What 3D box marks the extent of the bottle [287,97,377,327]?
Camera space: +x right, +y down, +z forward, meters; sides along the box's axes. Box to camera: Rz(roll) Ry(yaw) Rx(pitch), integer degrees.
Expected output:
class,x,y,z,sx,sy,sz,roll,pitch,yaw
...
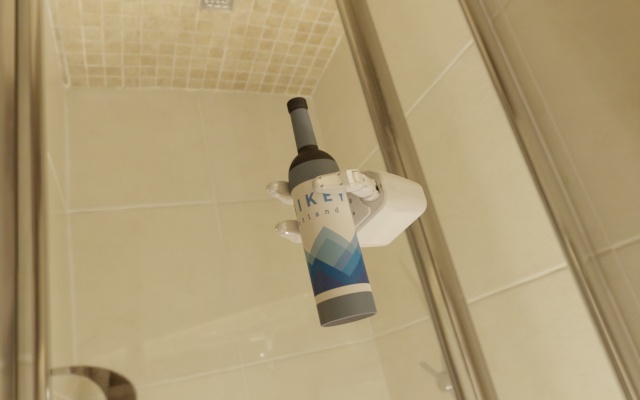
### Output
class,x,y,z,sx,sy,sz,roll,pitch,yaw
bottle,0.000,0.002,0.593,0.069,0.295,0.069,-12,-20,-4
